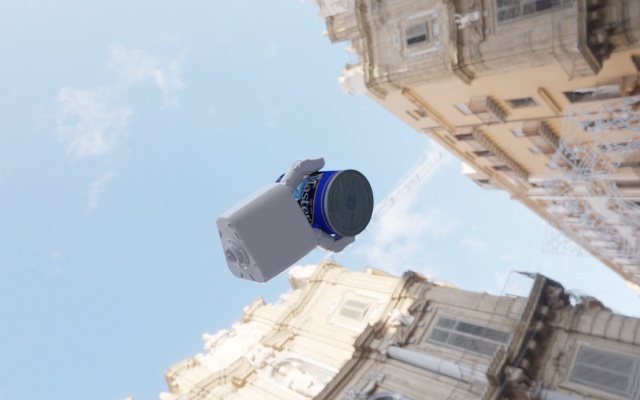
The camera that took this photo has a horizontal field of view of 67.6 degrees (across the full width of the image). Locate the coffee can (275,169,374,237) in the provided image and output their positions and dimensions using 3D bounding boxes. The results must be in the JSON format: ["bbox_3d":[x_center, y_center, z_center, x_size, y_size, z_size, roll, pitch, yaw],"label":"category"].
[{"bbox_3d":[0.000,0.002,0.768,0.103,0.103,0.140,0,1,-43],"label":"coffee can"}]
